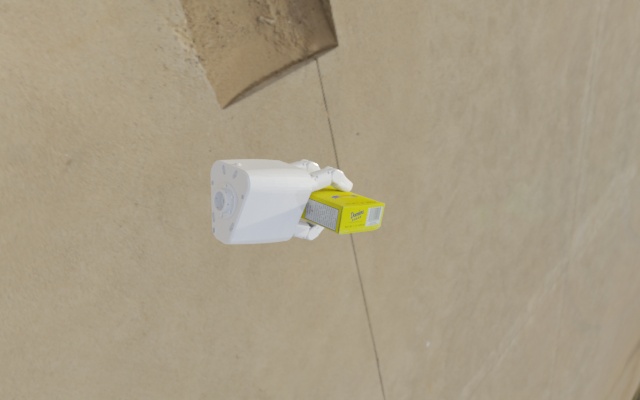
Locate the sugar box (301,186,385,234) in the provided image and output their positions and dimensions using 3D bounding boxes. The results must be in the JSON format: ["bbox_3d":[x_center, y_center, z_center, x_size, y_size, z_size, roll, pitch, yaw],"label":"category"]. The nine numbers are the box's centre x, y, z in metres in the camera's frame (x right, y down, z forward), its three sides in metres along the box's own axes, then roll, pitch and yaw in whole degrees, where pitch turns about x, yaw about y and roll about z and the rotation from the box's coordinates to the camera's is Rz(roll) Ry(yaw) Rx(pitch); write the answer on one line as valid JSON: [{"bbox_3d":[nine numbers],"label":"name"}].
[{"bbox_3d":[0.000,0.002,0.725,0.093,0.048,0.176,-3,19,-45],"label":"sugar box"}]
